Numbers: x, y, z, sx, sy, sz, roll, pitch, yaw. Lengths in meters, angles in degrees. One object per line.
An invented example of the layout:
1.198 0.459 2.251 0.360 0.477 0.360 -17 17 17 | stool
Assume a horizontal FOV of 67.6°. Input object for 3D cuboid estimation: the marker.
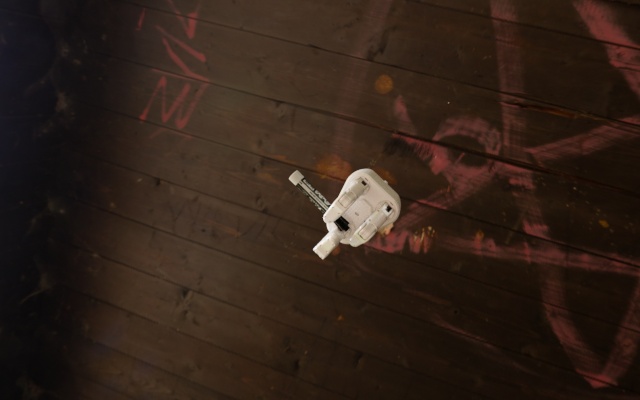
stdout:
0.000 0.002 0.738 0.020 0.121 0.020 -45 -2 -2 | marker
